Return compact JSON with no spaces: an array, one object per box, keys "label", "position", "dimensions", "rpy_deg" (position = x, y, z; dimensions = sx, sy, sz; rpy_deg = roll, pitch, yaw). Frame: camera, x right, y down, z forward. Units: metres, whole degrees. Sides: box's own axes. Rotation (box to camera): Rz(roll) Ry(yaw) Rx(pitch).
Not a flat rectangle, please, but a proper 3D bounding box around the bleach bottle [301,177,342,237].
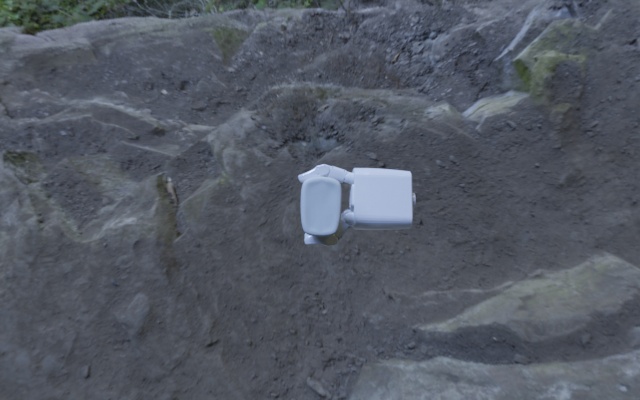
[{"label":"bleach bottle","position":[0.000,0.003,0.899],"dimensions":[0.068,0.102,0.251],"rpy_deg":[2,4,-1]}]
